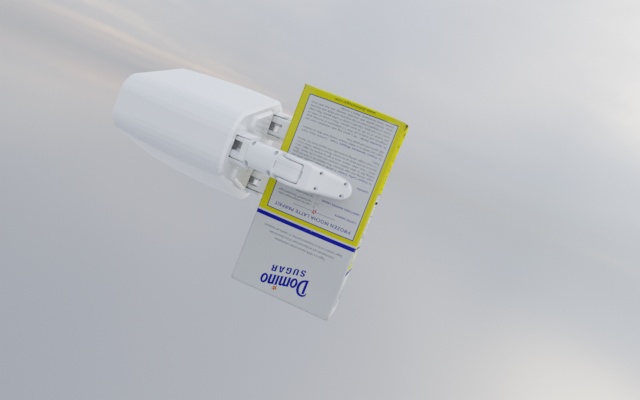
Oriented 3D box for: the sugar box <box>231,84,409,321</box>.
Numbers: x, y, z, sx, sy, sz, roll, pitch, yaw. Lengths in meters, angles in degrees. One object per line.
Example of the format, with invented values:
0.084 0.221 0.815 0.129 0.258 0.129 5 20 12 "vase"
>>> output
0.000 0.001 0.410 0.093 0.176 0.048 23 7 10 "sugar box"
